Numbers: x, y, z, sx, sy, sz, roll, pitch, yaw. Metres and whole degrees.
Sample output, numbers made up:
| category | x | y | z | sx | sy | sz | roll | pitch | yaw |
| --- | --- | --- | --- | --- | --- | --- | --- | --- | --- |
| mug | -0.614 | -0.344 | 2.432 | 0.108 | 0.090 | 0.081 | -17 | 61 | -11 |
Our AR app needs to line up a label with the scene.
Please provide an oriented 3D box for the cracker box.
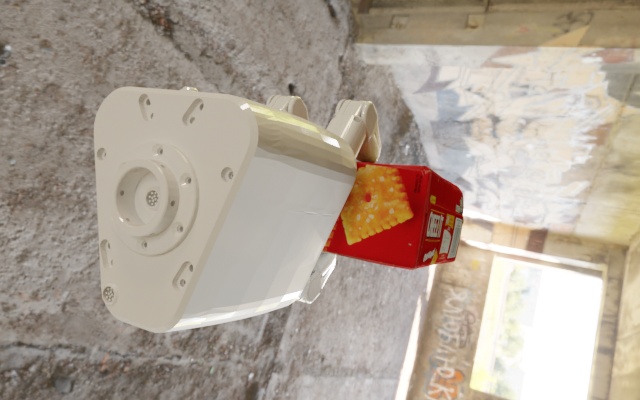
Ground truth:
| category | x | y | z | sx | sy | sz | roll | pitch | yaw |
| --- | --- | --- | --- | --- | --- | --- | --- | --- | --- |
| cracker box | 0.000 | 0.002 | 0.400 | 0.213 | 0.072 | 0.164 | 10 | 0 | 25 |
